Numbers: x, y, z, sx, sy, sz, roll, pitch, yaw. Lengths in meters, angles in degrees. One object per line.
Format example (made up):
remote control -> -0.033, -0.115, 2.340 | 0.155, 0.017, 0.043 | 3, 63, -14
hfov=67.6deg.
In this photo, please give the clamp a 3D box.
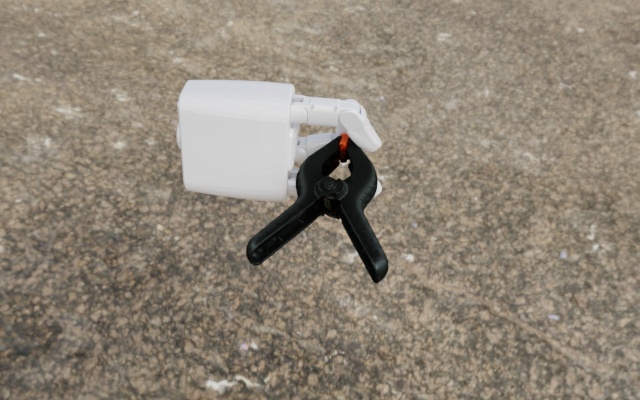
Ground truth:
clamp -> 0.000, 0.001, 0.444 | 0.120, 0.039, 0.171 | 5, 45, 0
